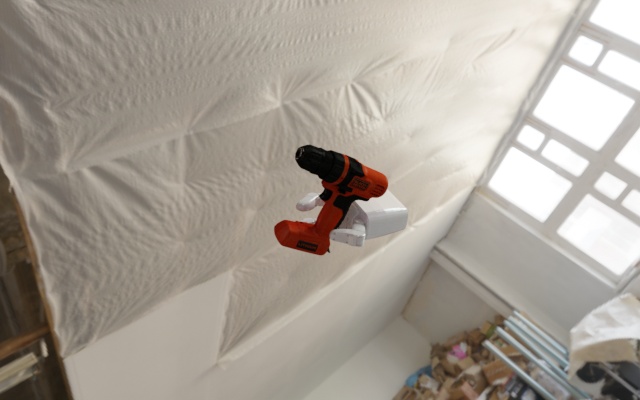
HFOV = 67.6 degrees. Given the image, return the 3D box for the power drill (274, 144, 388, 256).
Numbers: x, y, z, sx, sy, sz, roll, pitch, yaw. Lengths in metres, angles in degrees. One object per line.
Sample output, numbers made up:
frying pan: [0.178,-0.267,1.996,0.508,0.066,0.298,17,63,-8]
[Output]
power drill: [0.000,0.003,0.803,0.184,0.188,0.057,20,31,-33]
